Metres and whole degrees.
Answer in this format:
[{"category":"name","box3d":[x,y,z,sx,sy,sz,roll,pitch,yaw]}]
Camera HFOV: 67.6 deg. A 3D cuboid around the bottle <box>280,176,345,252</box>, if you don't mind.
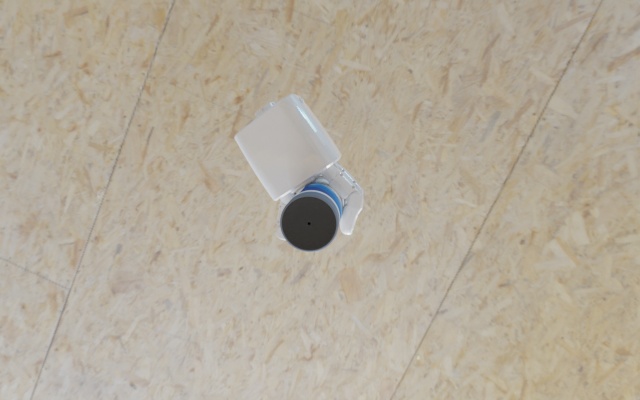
[{"category":"bottle","box3d":[0.000,0.002,0.678,0.069,0.069,0.295,0,9,5]}]
